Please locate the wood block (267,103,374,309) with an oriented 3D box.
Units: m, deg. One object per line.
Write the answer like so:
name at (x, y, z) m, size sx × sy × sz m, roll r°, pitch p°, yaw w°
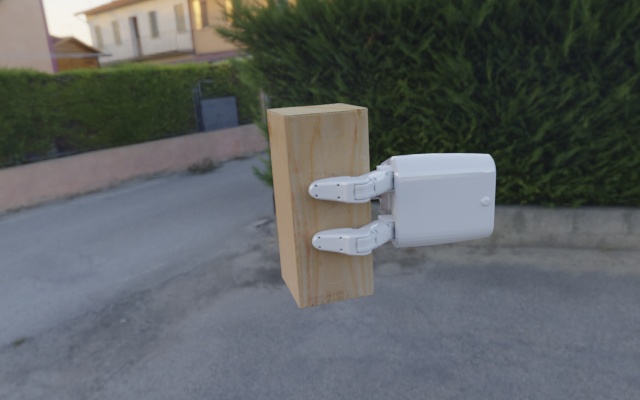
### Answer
wood block at (0.000, 0.001, 0.534) m, size 0.090 × 0.206 × 0.090 m, roll -8°, pitch 17°, yaw -15°
